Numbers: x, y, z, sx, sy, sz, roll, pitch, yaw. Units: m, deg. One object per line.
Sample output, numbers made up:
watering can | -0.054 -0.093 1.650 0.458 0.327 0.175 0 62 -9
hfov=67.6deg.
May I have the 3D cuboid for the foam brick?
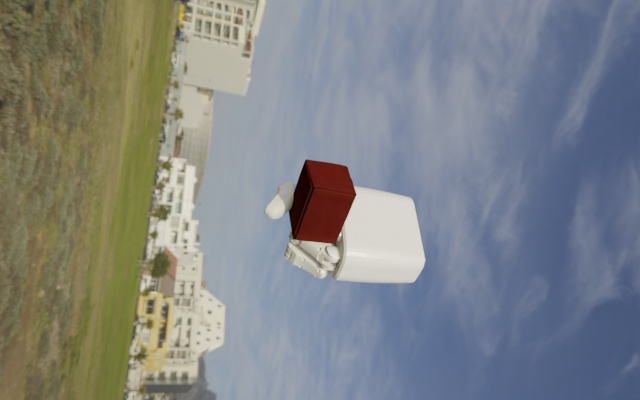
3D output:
foam brick | 0.000 0.002 0.533 0.051 0.078 0.053 8 39 -17
